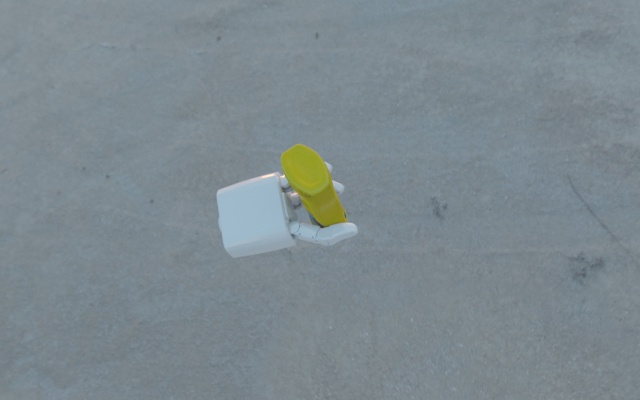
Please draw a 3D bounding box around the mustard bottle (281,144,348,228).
[{"bbox_3d":[0.000,0.002,0.739,0.058,0.096,0.192,-35,-34,-6],"label":"mustard bottle"}]
